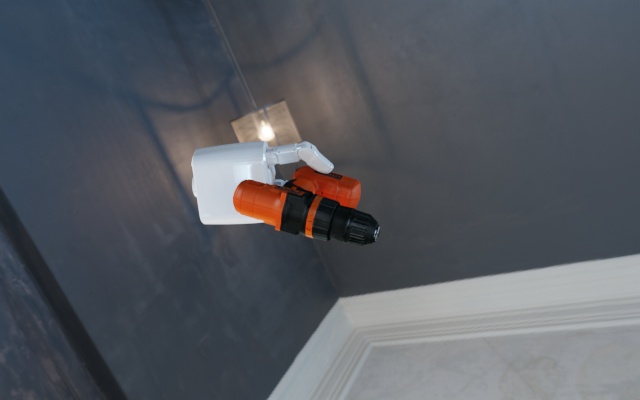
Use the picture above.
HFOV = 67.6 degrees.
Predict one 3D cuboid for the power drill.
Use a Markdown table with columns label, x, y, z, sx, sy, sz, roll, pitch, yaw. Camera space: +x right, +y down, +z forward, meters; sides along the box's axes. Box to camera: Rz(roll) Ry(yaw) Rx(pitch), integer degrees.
| label | x | y | z | sx | sy | sz | roll | pitch | yaw |
| --- | --- | --- | --- | --- | --- | --- | --- | --- | --- |
| power drill | 0.000 | 0.002 | 0.640 | 0.184 | 0.057 | 0.187 | 17 | 13 | 12 |
